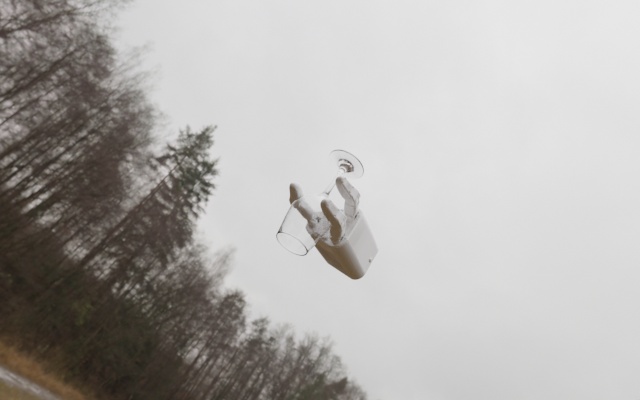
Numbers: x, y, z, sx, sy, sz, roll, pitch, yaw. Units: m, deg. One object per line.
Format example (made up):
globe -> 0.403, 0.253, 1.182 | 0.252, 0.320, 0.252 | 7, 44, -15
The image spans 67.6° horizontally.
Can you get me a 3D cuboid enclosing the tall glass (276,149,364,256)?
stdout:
tall glass -> 0.000, 0.002, 0.852 | 0.079, 0.201, 0.079 | 25, -32, 17
